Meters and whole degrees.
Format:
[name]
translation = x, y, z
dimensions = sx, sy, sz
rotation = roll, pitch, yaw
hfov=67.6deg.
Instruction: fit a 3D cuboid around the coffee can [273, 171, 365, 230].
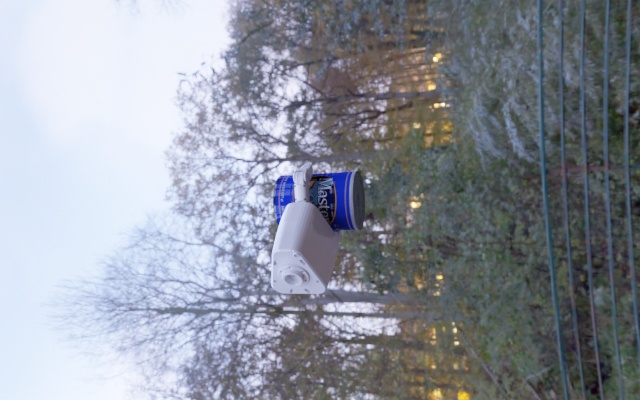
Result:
[coffee can]
translation = 0.000, 0.003, 0.839
dimensions = 0.140, 0.103, 0.103
rotation = -2, -1, 16
